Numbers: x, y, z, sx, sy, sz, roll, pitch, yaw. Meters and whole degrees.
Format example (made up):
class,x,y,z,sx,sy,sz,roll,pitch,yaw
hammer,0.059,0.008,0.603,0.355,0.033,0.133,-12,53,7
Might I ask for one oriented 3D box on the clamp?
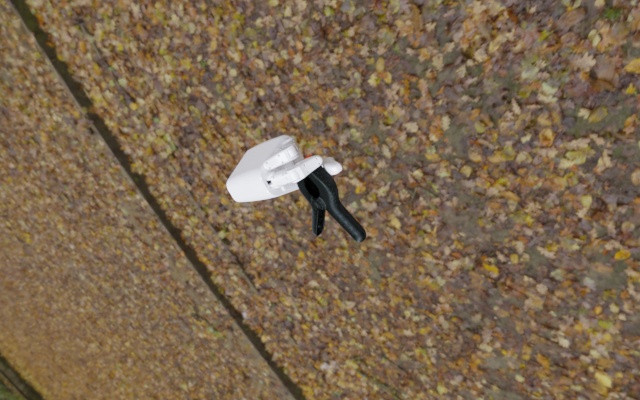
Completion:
class,x,y,z,sx,sy,sz,roll,pitch,yaw
clamp,0.000,0.003,0.826,0.120,0.171,0.039,-11,25,45
